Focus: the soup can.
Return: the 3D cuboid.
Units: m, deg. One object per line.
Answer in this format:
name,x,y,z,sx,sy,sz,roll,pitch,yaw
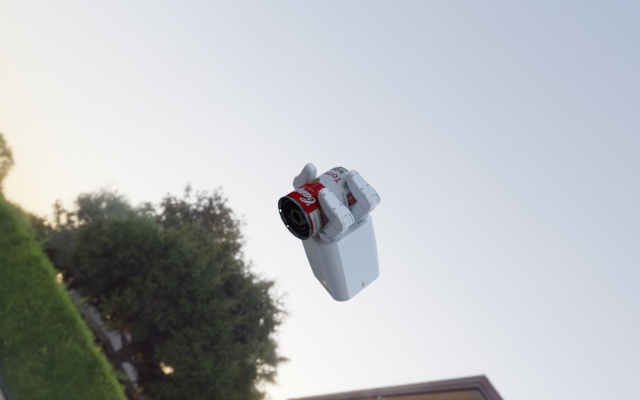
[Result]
soup can,0.000,0.002,0.673,0.102,0.068,0.068,-32,17,-31
